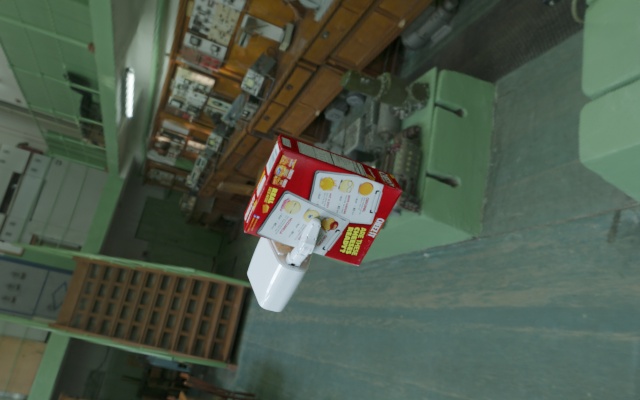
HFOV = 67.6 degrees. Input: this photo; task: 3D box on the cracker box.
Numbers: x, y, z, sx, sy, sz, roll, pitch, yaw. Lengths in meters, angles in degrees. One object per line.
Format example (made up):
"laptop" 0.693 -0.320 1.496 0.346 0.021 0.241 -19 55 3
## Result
"cracker box" 0.000 0.003 0.796 0.214 0.164 0.072 18 27 -18
